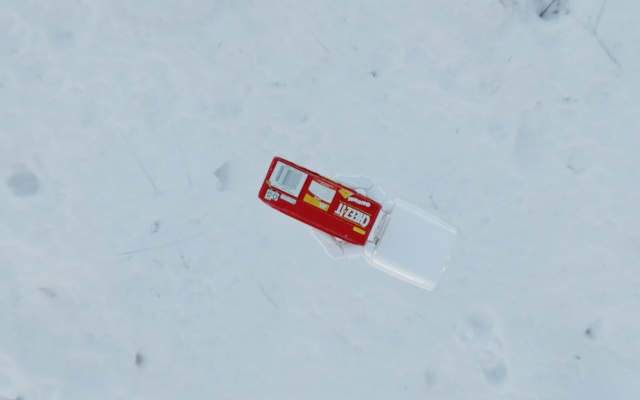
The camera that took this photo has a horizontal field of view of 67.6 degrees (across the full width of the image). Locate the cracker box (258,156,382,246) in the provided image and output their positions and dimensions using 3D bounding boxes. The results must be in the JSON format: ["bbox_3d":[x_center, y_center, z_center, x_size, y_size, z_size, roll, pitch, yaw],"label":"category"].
[{"bbox_3d":[0.000,0.002,0.748,0.164,0.072,0.213,24,0,1],"label":"cracker box"}]
